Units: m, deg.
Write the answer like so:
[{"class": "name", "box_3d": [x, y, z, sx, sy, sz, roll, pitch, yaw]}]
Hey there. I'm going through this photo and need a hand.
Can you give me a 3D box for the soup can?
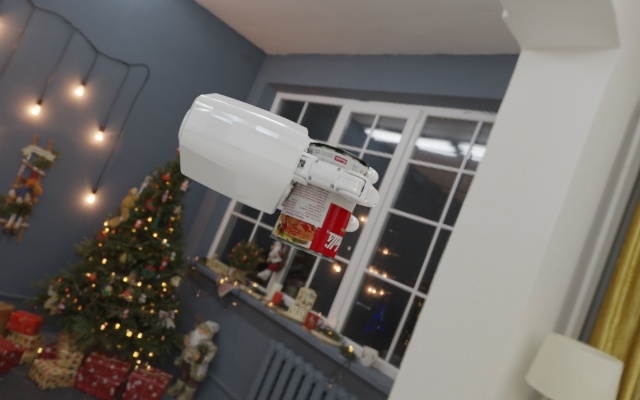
[{"class": "soup can", "box_3d": [0.001, 0.001, 0.475, 0.068, 0.102, 0.068, 22, -5, 2]}]
